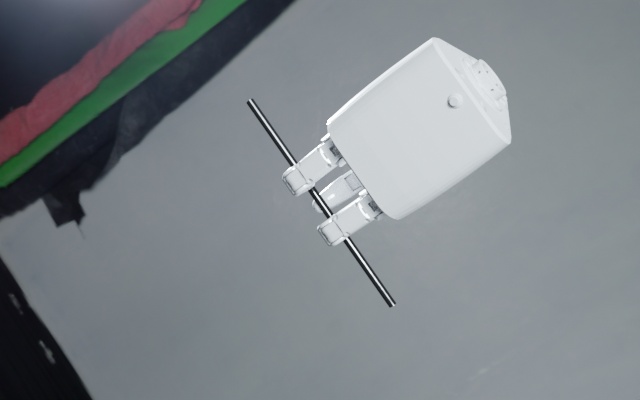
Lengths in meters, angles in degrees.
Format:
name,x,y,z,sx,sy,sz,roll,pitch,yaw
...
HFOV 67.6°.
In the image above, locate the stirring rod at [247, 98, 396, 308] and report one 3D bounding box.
name,x,y,z,sx,sy,sz,roll,pitch,yaw
stirring rod,0.000,0.002,0.460,0.011,0.239,0.011,-35,-2,-2
